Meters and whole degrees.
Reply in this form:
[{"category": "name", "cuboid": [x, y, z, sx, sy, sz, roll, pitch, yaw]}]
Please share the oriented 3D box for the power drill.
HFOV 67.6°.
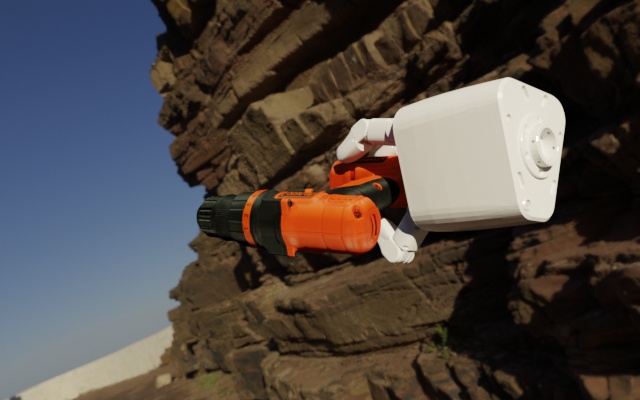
[{"category": "power drill", "cuboid": [0.001, 0.001, 0.464, 0.184, 0.057, 0.187, 4, 18, 33]}]
